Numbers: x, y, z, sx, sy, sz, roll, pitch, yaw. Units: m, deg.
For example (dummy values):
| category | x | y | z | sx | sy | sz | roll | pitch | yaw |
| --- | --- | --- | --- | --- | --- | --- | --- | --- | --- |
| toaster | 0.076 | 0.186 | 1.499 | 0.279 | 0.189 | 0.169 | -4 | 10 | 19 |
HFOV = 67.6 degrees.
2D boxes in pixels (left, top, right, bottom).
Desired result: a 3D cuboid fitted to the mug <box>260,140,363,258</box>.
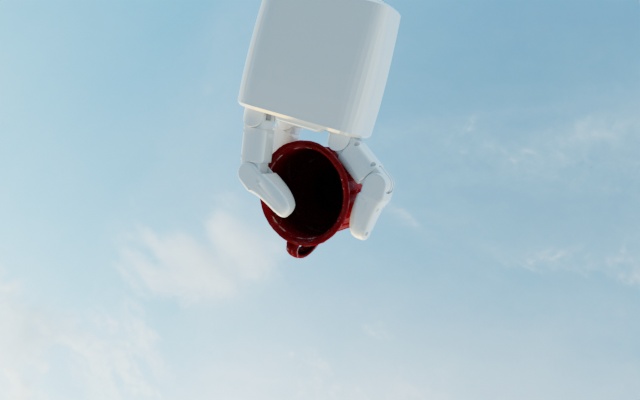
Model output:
| category | x | y | z | sx | sy | sz | roll | pitch | yaw |
| --- | --- | --- | --- | --- | --- | --- | --- | --- | --- |
| mug | 0.000 | 0.003 | 0.454 | 0.093 | 0.117 | 0.081 | 25 | 17 | 26 |
